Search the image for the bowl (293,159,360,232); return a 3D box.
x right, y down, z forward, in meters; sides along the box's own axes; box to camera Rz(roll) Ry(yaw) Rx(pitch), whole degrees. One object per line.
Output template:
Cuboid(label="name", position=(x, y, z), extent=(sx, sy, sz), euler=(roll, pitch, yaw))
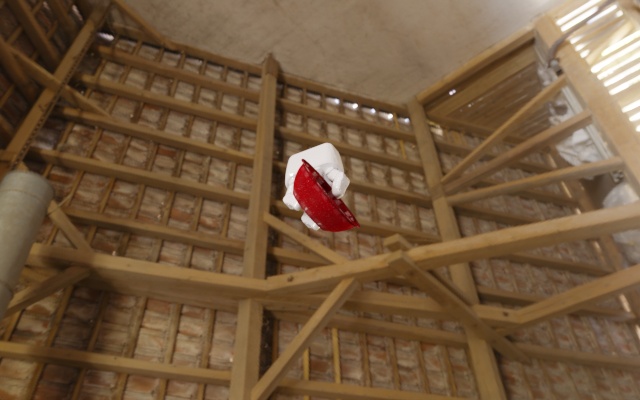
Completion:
Cuboid(label="bowl", position=(0.000, 0.003, 0.856), extent=(0.055, 0.162, 0.162), euler=(-40, -5, 6))
